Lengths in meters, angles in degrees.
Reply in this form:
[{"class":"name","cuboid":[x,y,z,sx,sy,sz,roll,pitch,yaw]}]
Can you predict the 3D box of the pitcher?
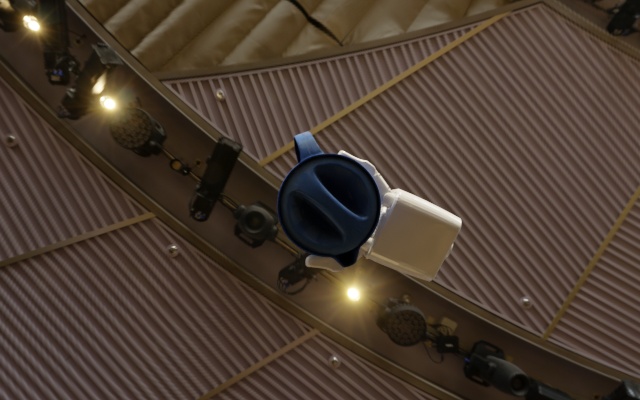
[{"class":"pitcher","cuboid":[0.000,0.002,0.719,0.145,0.149,0.243,24,-5,-3]}]
